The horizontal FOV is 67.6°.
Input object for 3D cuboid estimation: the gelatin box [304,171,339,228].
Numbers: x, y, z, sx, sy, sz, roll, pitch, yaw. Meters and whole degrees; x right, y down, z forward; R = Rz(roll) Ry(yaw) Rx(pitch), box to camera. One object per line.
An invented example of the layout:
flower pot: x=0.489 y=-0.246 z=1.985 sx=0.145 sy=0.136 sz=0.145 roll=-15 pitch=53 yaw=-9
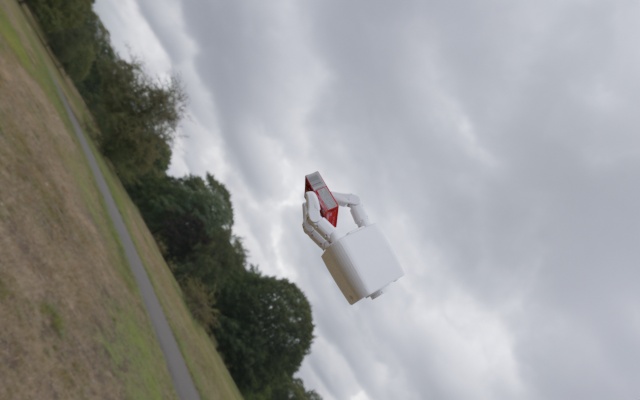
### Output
gelatin box: x=0.000 y=0.002 z=0.875 sx=0.030 sy=0.089 sz=0.073 roll=-21 pitch=-28 yaw=-16
